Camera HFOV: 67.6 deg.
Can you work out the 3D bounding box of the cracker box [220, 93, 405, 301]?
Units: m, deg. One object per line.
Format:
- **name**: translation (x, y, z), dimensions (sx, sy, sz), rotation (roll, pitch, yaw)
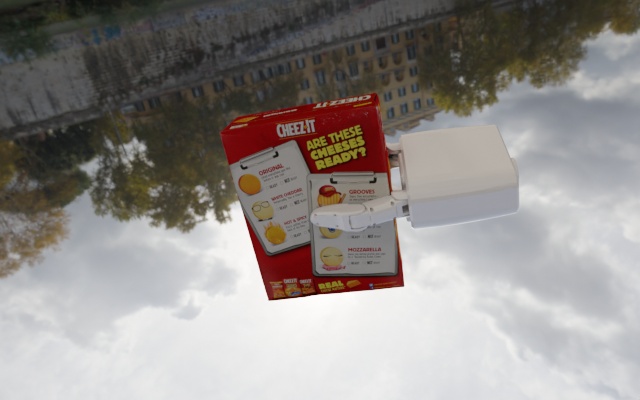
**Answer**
- **cracker box**: translation (0.000, 0.002, 0.537), dimensions (0.164, 0.214, 0.072), rotation (-8, 24, 10)
